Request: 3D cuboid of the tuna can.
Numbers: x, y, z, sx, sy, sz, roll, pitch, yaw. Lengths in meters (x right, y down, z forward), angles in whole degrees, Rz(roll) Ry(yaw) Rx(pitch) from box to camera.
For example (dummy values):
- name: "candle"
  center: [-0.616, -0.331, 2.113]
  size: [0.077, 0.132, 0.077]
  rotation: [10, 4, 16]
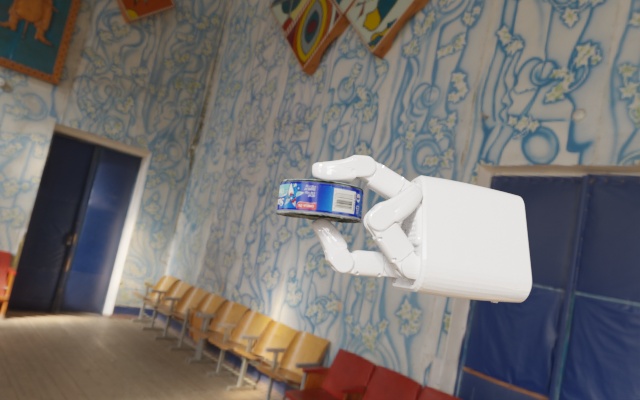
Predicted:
- name: "tuna can"
  center: [0.000, 0.001, 0.478]
  size: [0.086, 0.033, 0.086]
  rotation: [6, -6, 1]
